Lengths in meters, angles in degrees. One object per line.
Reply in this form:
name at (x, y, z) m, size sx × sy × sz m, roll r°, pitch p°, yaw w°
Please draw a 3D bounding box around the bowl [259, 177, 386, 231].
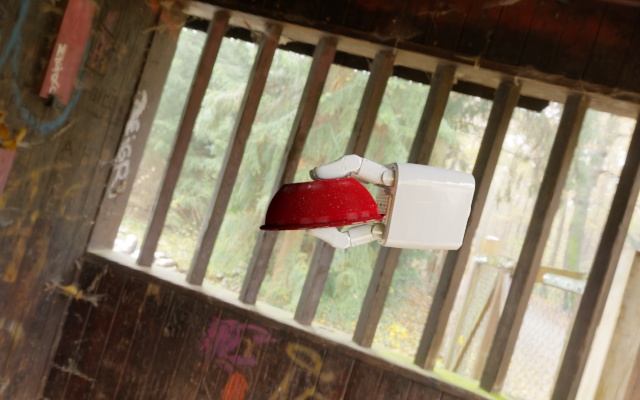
bowl at (-0.001, 0.002, 0.607) m, size 0.162 × 0.055 × 0.162 m, roll -6°, pitch 2°, yaw 0°
